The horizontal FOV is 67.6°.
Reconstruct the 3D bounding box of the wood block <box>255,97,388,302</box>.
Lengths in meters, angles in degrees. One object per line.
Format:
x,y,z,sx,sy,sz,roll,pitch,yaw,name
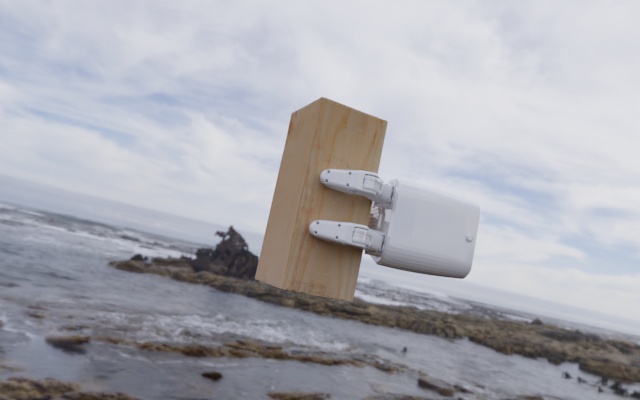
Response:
0.000,0.002,0.550,0.090,0.206,0.091,15,-9,-23,wood block
